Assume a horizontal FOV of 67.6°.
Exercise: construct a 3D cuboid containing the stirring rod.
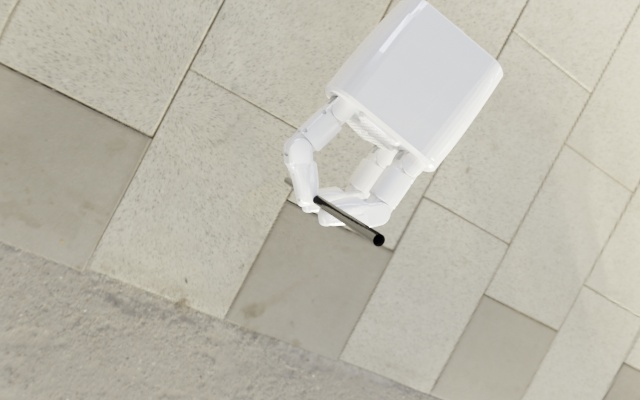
[{"bbox_3d":[0.000,0.001,0.401,0.011,0.011,0.239,0,11,-17],"label":"stirring rod"}]
